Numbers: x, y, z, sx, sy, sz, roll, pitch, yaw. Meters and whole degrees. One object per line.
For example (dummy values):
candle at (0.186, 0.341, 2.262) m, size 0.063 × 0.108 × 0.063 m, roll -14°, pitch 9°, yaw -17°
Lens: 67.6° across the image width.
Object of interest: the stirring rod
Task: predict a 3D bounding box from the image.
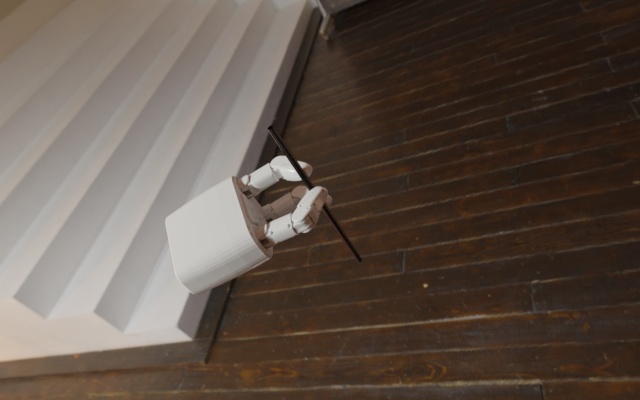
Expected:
stirring rod at (0.000, 0.002, 0.582) m, size 0.011 × 0.011 × 0.240 m, roll 0°, pitch -42°, yaw 36°
